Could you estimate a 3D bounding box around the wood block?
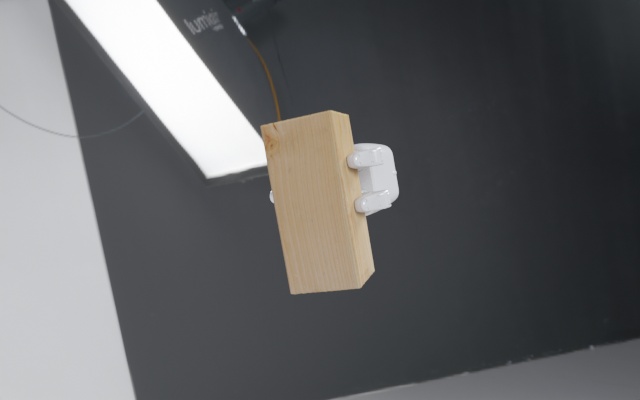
[{"bbox_3d":[0.000,0.002,0.595,0.091,0.206,0.090,-9,4,19],"label":"wood block"}]
